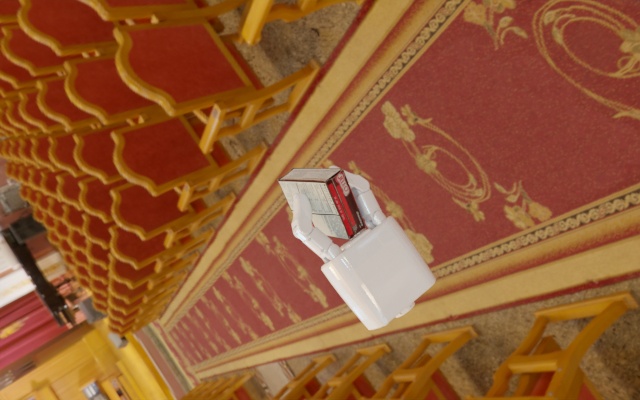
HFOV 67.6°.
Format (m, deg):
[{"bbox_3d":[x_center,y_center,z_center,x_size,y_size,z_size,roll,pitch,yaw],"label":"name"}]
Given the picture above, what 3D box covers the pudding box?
[{"bbox_3d":[0.000,0.002,0.651,0.039,0.090,0.113,-36,25,-33],"label":"pudding box"}]
